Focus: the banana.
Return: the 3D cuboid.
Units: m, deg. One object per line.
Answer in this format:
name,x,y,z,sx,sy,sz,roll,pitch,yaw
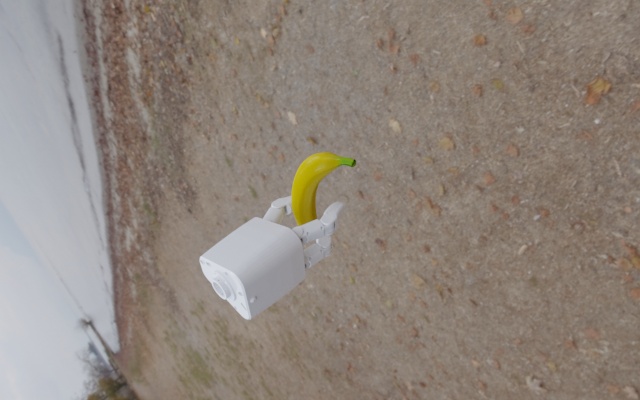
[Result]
banana,-0.012,-0.012,0.711,0.037,0.069,0.198,-38,-15,-36
